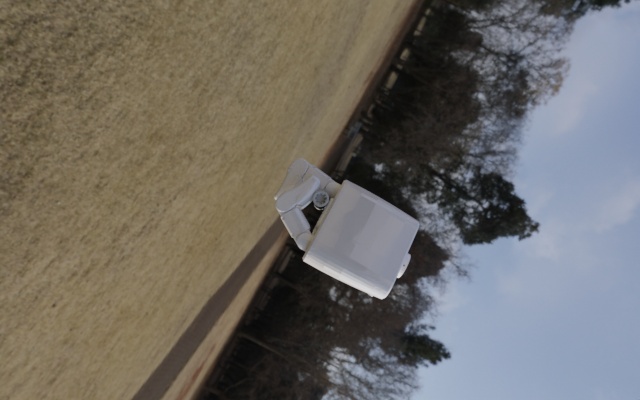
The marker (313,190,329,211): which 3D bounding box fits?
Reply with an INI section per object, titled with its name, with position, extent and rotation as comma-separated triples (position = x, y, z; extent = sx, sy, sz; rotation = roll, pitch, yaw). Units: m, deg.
[marker]
position = 0.000, 0.002, 0.609
extent = 0.020, 0.020, 0.121
rotation = 0, -4, 0
